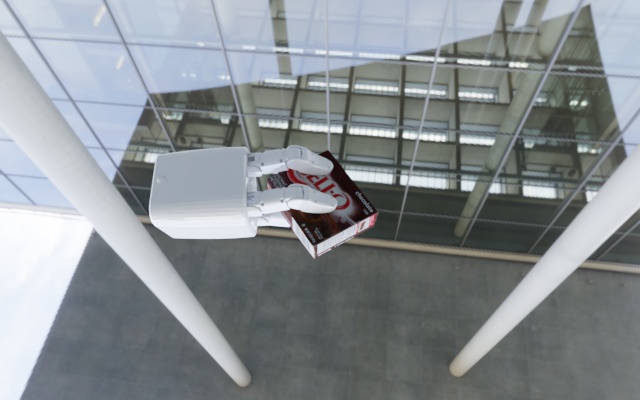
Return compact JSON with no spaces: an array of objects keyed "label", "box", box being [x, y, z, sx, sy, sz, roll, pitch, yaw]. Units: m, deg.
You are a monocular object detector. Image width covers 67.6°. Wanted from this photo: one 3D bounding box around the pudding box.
[{"label":"pudding box","box":[0.000,0.002,0.575,0.090,0.113,0.039,-27,-27,-18]}]
